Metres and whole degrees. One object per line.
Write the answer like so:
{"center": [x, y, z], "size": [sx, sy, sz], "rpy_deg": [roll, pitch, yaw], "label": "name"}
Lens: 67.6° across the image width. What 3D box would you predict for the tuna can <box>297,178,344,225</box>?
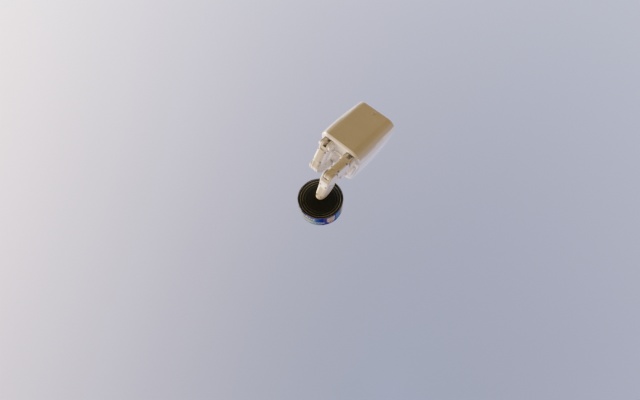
{"center": [0.000, 0.003, 0.900], "size": [0.086, 0.086, 0.034], "rpy_deg": [0, -28, 1], "label": "tuna can"}
